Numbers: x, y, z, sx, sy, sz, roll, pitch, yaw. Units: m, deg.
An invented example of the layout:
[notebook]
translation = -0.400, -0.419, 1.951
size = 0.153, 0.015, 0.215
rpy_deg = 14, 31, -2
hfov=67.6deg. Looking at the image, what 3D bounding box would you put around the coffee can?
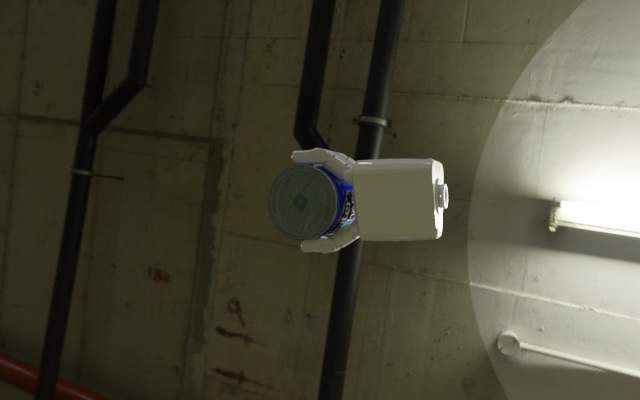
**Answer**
[coffee can]
translation = 0.000, 0.002, 0.704
size = 0.103, 0.103, 0.140
rpy_deg = 0, 1, 23
